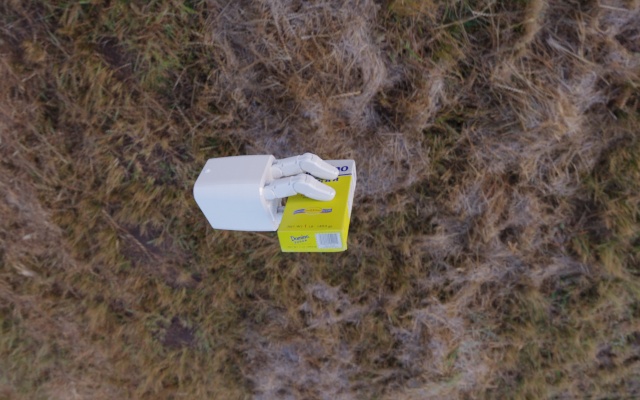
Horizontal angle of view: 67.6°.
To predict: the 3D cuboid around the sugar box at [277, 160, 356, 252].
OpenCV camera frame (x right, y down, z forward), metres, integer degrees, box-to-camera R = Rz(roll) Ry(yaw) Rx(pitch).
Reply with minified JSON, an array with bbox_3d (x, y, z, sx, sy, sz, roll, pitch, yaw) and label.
[{"bbox_3d":[0.000,0.002,0.714,0.093,0.048,0.176,-1,40,10],"label":"sugar box"}]
